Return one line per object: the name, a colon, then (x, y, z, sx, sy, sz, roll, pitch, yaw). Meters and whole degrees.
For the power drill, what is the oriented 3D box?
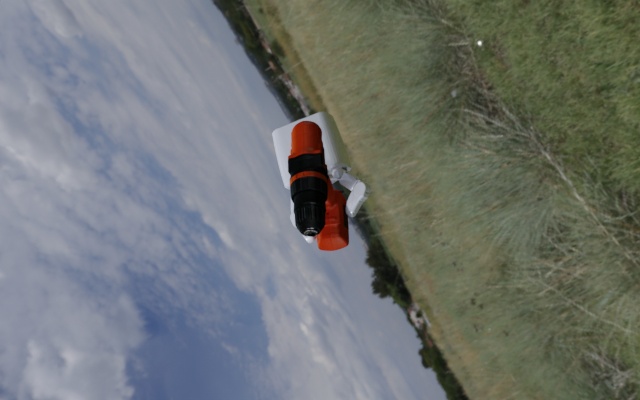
power drill: (0.000, 0.002, 0.713, 0.057, 0.184, 0.188, -7, -33, 9)
